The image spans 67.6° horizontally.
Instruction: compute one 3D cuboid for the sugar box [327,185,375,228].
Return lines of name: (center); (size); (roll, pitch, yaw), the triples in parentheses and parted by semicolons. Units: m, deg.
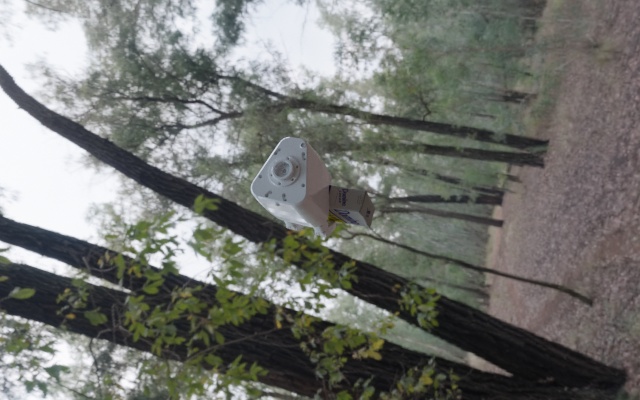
sugar box: (0.000, 0.003, 0.834); (0.176, 0.048, 0.093); (12, -15, 20)
